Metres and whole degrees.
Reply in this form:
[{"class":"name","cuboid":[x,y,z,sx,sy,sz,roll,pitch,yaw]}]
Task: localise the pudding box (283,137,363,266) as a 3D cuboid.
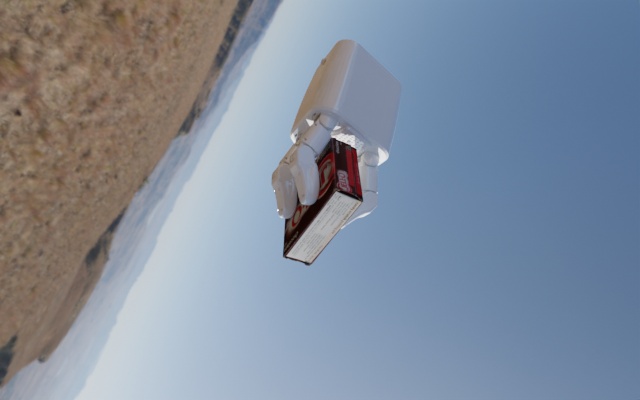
[{"class":"pudding box","cuboid":[0.000,0.002,0.517,0.039,0.113,0.090,22,37,-18]}]
